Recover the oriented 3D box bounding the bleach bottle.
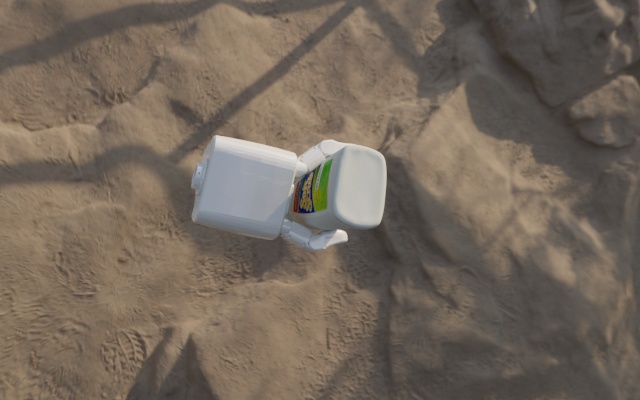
[{"bbox_3d":[0.000,0.002,0.664,0.068,0.102,0.251,13,-15,-20],"label":"bleach bottle"}]
